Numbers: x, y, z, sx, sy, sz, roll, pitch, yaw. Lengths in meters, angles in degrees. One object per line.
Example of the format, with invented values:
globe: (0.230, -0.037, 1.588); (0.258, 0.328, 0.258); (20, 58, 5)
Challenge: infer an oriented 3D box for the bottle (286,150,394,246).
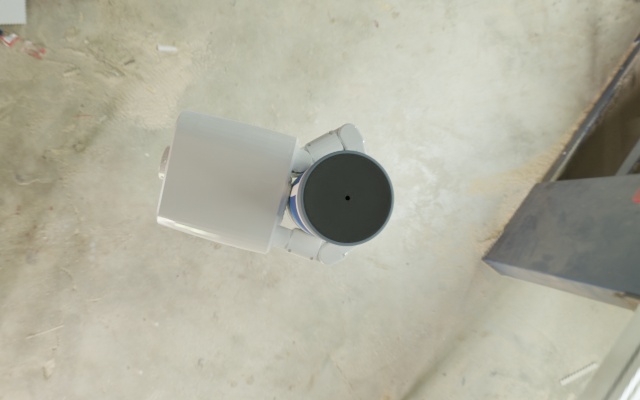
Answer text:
bottle: (0.000, 0.002, 0.472); (0.069, 0.069, 0.296); (0, -1, -7)
